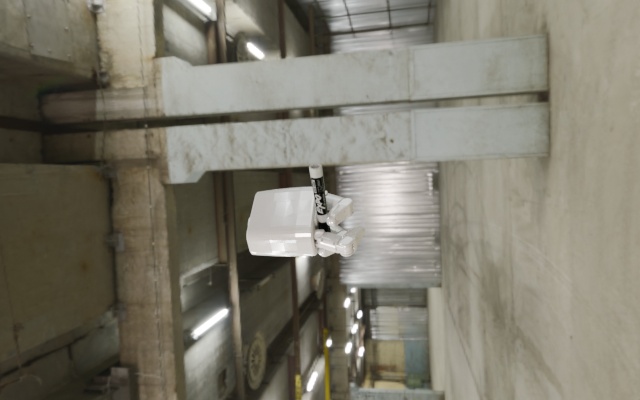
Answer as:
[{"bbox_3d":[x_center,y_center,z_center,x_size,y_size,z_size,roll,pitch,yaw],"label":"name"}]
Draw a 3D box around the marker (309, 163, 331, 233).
[{"bbox_3d":[0.000,0.002,0.717,0.020,0.121,0.020,-6,30,4],"label":"marker"}]
